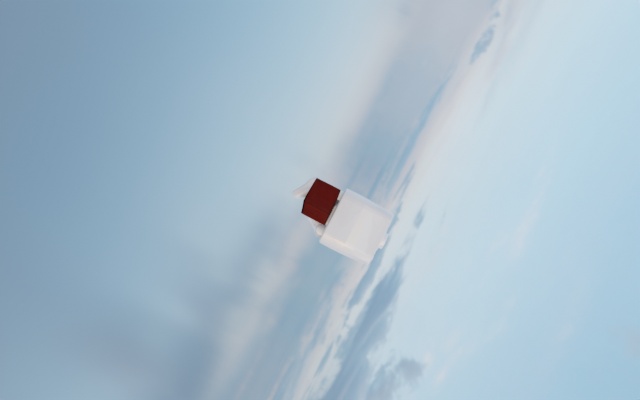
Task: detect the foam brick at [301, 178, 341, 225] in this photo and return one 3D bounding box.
[{"bbox_3d":[0.000,0.003,0.877,0.051,0.053,0.078,28,-18,4],"label":"foam brick"}]
